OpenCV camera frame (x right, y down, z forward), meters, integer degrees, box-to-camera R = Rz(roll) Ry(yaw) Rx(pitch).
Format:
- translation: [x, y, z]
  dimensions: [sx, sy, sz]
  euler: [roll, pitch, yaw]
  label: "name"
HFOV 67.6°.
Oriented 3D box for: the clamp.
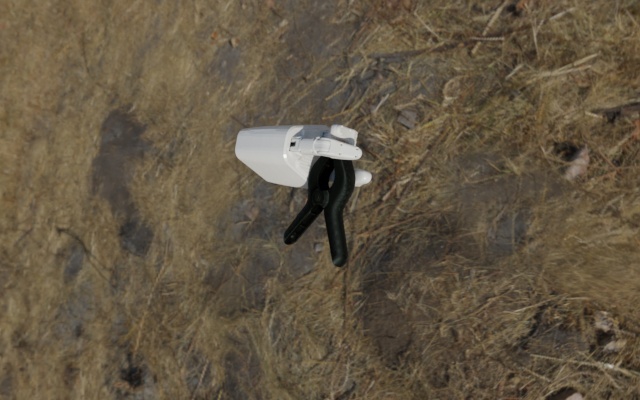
- translation: [0.000, 0.002, 0.686]
  dimensions: [0.120, 0.171, 0.039]
  euler: [7, -5, 37]
  label: "clamp"
